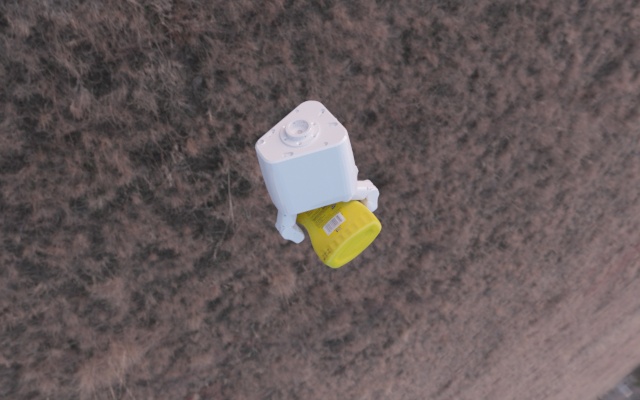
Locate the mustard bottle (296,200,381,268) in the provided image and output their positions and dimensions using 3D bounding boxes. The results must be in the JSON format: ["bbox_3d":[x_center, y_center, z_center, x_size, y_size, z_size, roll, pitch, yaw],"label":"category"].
[{"bbox_3d":[0.000,0.003,0.715,0.191,0.096,0.058,52,9,35],"label":"mustard bottle"}]
